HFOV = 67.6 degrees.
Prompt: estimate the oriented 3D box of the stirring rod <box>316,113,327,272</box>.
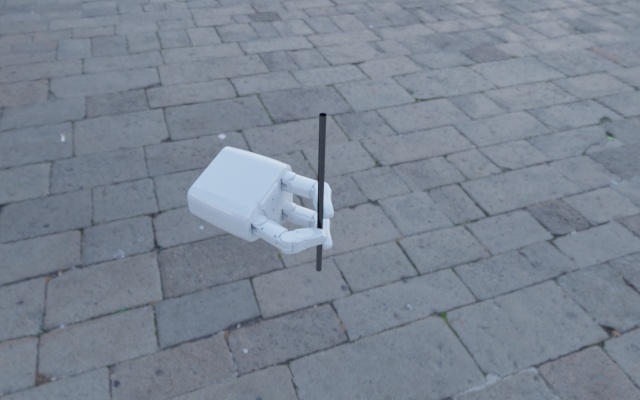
[{"bbox_3d":[0.000,0.002,0.585,0.011,0.240,0.011,1,39,-1],"label":"stirring rod"}]
